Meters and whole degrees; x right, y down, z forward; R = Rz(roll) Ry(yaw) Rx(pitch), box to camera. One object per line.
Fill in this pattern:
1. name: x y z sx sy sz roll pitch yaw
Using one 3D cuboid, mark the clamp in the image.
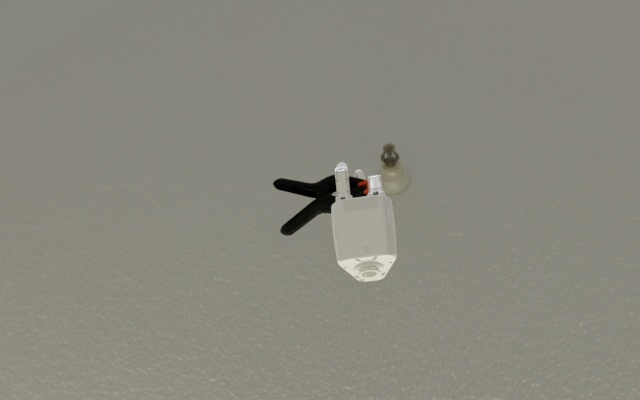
1. clamp: 0.000 0.003 0.832 0.171 0.120 0.039 -7 -31 7
